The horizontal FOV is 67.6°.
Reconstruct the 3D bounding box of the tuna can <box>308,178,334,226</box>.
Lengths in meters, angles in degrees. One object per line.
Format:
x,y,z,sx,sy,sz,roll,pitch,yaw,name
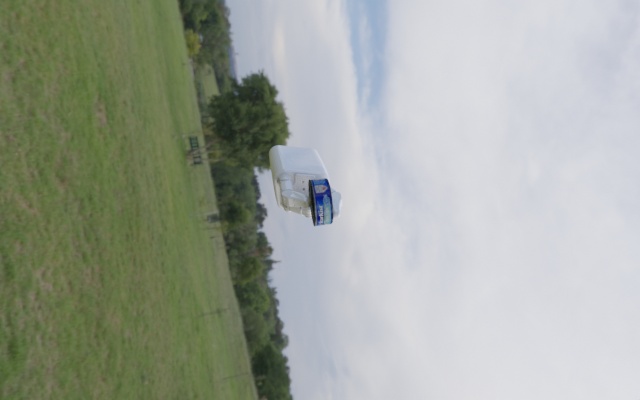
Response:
0.001,0.003,0.865,0.034,0.086,0.086,-6,1,-7,tuna can
